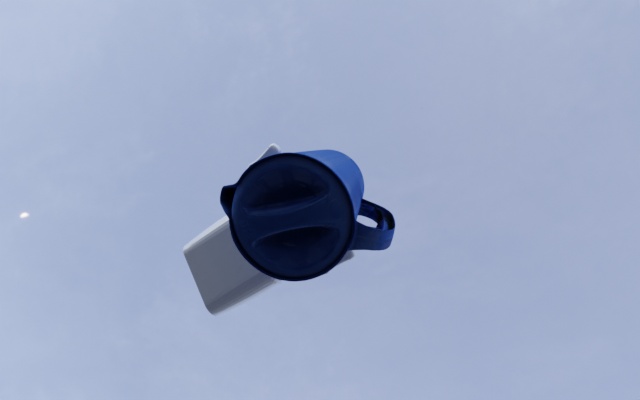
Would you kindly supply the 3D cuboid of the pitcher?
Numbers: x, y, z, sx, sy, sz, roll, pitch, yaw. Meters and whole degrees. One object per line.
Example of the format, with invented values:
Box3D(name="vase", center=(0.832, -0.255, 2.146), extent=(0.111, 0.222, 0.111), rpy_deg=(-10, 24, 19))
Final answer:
Box3D(name="pitcher", center=(0.000, 0.002, 0.590), extent=(0.145, 0.149, 0.243), rpy_deg=(-31, 3, 15))
